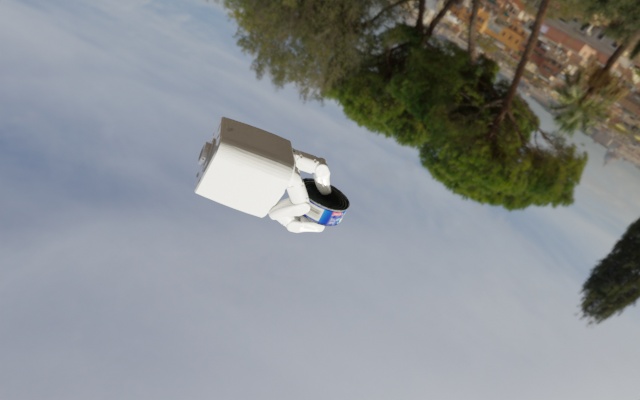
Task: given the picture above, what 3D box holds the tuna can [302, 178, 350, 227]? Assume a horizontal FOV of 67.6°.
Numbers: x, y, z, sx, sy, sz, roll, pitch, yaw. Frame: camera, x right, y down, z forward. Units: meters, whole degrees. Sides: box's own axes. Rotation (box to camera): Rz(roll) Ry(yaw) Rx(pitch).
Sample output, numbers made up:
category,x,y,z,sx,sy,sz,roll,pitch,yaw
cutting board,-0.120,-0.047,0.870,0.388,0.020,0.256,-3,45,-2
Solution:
category,x,y,z,sx,sy,sz,roll,pitch,yaw
tuna can,0.000,0.003,0.746,0.086,0.034,0.086,22,26,-11
